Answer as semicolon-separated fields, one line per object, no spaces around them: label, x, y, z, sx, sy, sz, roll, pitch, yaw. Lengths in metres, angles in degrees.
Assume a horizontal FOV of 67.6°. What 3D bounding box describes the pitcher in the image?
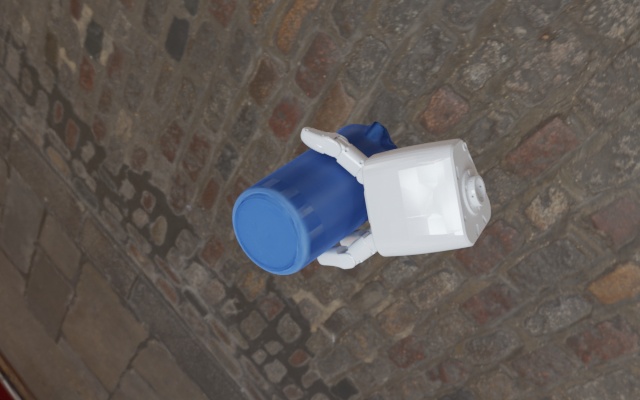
pitcher;0.000;0.002;0.621;0.145;0.149;0.242;-7;18;37
